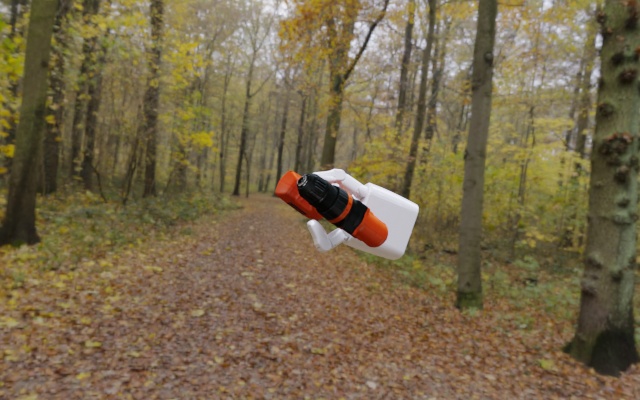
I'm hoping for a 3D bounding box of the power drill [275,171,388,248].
[{"bbox_3d":[0.000,0.003,0.778,0.184,0.057,0.187,38,-7,-33],"label":"power drill"}]
